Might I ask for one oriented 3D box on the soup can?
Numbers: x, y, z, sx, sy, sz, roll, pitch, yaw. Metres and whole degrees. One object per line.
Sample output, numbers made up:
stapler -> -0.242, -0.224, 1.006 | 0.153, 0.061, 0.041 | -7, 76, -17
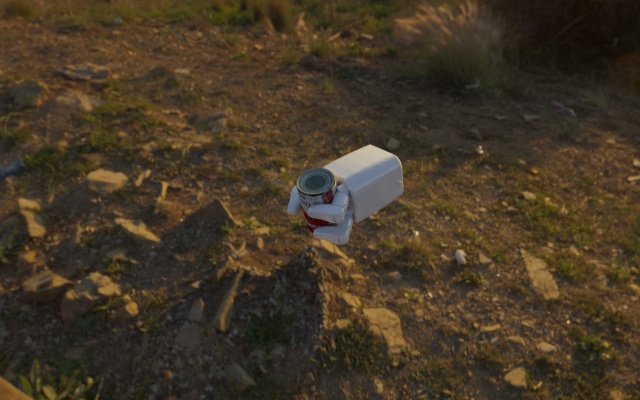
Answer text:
soup can -> 0.000, 0.003, 0.823 | 0.068, 0.068, 0.102 | 0, -44, 13
